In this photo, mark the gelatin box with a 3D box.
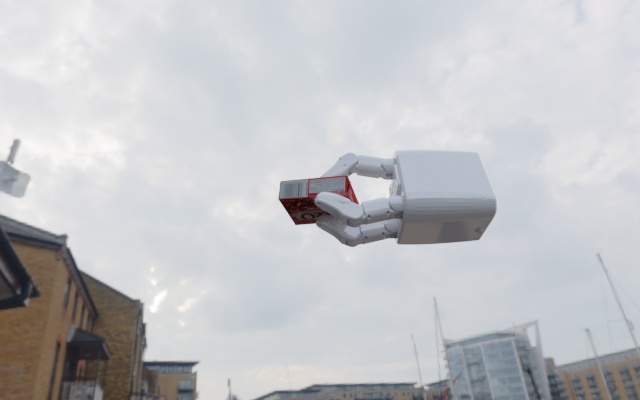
[{"bbox_3d":[0.000,0.002,0.602,0.089,0.030,0.073,-4,-29,14],"label":"gelatin box"}]
